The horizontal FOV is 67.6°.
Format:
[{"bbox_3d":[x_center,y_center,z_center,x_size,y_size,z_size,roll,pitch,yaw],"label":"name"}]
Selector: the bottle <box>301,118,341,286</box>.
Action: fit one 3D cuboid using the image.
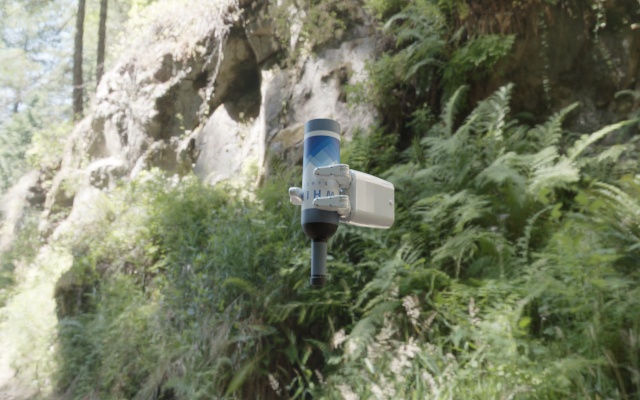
[{"bbox_3d":[0.000,0.003,0.850,0.069,0.295,0.069,1,-14,0],"label":"bottle"}]
